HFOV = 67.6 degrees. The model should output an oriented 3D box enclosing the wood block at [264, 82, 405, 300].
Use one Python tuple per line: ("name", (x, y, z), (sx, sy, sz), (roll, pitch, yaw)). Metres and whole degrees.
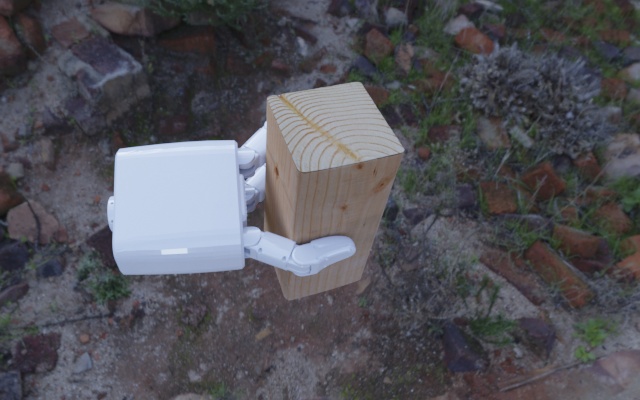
("wood block", (0.000, 0.002, 0.463), (0.090, 0.090, 0.206), (-13, -35, -17))
